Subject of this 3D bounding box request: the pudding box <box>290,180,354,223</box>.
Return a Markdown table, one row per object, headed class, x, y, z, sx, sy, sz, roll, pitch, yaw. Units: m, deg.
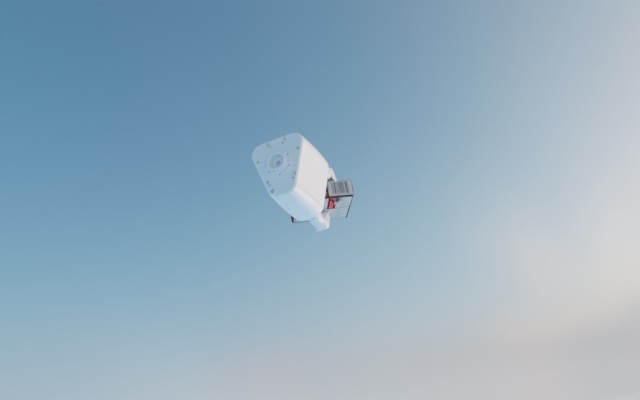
| class | x | y | z | sx | sy | sz | roll | pitch | yaw |
| --- | --- | --- | --- | --- | --- | --- | --- | --- | --- |
| pudding box | 0.000 | 0.003 | 0.898 | 0.113 | 0.039 | 0.090 | -4 | -28 | -9 |
